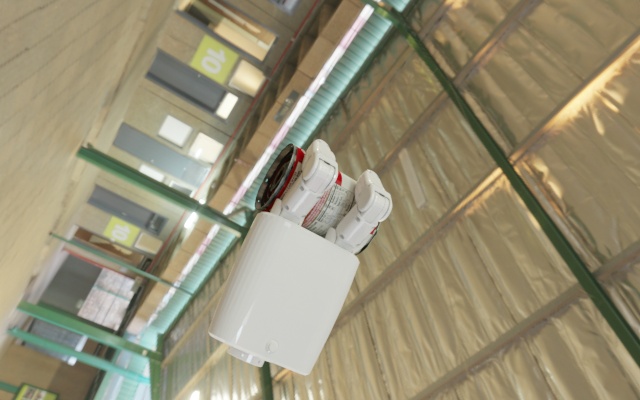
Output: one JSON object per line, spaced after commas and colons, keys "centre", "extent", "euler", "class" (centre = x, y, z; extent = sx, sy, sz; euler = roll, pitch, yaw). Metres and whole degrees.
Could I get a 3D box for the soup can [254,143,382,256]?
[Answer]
{"centre": [0.000, 0.001, 0.443], "extent": [0.102, 0.068, 0.068], "euler": [29, -10, -19], "class": "soup can"}
